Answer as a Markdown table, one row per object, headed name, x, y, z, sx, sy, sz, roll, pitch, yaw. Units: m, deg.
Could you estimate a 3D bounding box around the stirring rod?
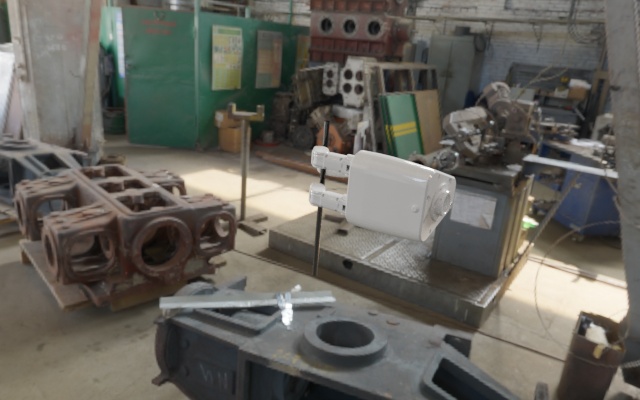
| name | x | y | z | sx | sy | sz | roll | pitch | yaw |
| --- | --- | --- | --- | --- | --- | --- | --- | --- | --- |
| stirring rod | 0.000 | 0.002 | 0.709 | 0.011 | 0.240 | 0.011 | 4 | 19 | -1 |
